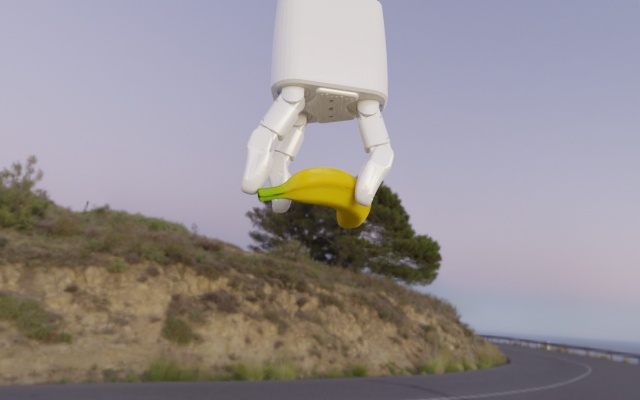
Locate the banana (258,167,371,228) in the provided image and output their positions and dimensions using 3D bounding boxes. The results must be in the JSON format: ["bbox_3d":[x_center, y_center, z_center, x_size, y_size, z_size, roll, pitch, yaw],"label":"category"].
[{"bbox_3d":[0.015,-0.002,0.490,0.069,0.037,0.198,-9,-15,24],"label":"banana"}]
